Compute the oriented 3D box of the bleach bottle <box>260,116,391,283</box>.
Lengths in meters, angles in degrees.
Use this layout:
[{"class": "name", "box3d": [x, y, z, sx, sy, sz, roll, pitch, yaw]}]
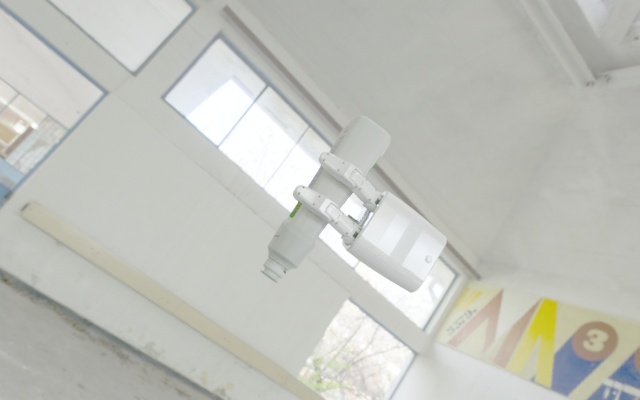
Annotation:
[{"class": "bleach bottle", "box3d": [0.000, 0.002, 0.662, 0.068, 0.250, 0.102, 36, -16, -4]}]
